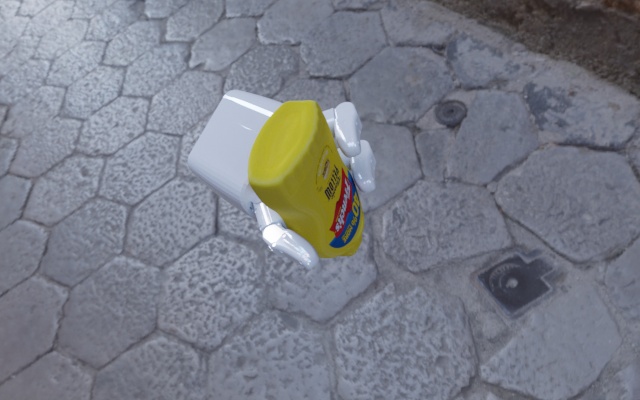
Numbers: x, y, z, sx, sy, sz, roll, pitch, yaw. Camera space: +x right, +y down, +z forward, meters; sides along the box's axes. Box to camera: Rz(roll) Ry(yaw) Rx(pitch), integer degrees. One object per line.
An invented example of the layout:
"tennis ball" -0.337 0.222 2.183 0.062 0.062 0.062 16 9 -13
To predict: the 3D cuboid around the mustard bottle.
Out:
"mustard bottle" 0.000 0.001 0.466 0.058 0.096 0.192 3 -33 26
